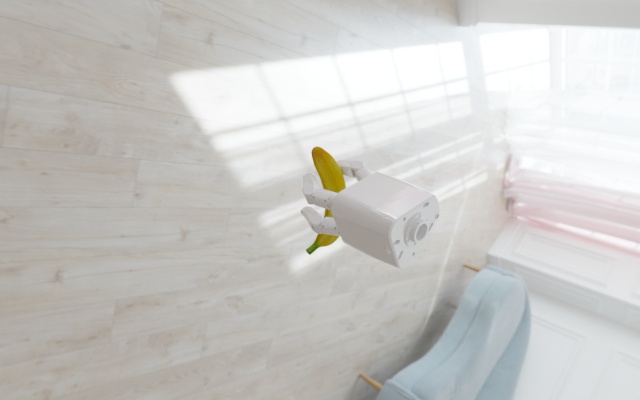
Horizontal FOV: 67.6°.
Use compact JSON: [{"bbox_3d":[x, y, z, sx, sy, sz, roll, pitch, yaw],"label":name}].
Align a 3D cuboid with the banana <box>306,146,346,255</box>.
[{"bbox_3d":[0.014,0.001,0.787,0.069,0.198,0.037,-18,33,-35],"label":"banana"}]
